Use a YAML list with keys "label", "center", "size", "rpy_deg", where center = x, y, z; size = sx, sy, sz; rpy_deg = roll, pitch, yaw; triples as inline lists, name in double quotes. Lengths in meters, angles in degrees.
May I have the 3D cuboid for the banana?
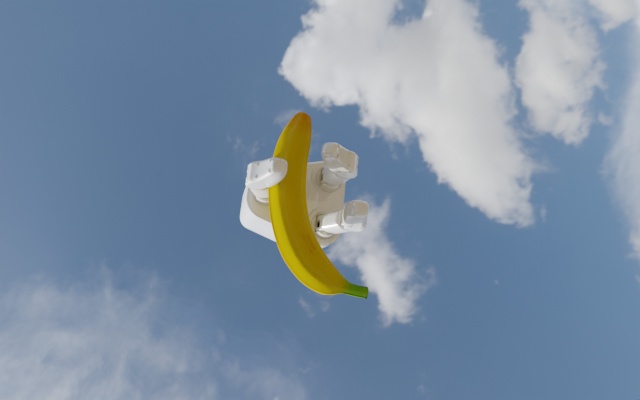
- label: "banana"
  center: [-0.017, 0.010, 0.470]
  size: [0.069, 0.197, 0.037]
  rpy_deg: [-16, -12, -10]
